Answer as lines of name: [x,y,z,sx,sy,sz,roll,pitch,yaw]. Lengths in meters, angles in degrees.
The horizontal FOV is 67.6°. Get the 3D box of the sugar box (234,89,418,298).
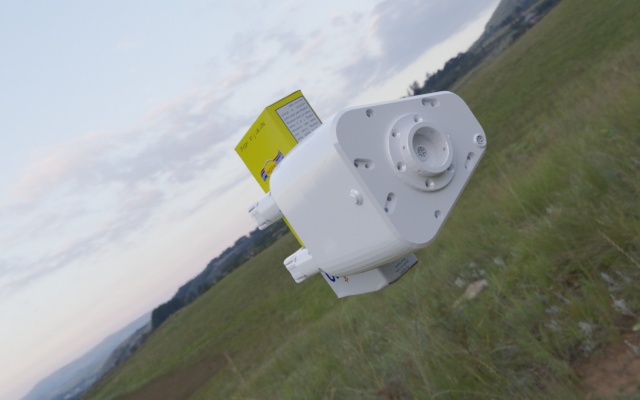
sugar box: [0.000,0.002,0.425,0.048,0.176,0.093,-33,0,-31]
